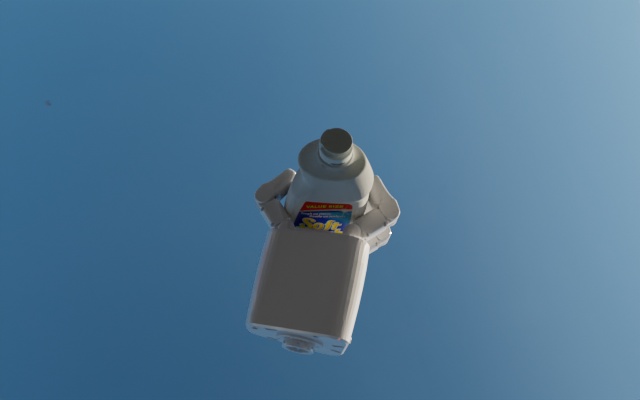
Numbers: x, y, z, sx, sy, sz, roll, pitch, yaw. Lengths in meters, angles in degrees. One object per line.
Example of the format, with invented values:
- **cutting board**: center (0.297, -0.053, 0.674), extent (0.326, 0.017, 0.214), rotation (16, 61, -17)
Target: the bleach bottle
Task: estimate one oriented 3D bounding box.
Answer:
- **bleach bottle**: center (0.000, 0.002, 0.537), extent (0.102, 0.068, 0.251), rotation (13, -27, 3)
